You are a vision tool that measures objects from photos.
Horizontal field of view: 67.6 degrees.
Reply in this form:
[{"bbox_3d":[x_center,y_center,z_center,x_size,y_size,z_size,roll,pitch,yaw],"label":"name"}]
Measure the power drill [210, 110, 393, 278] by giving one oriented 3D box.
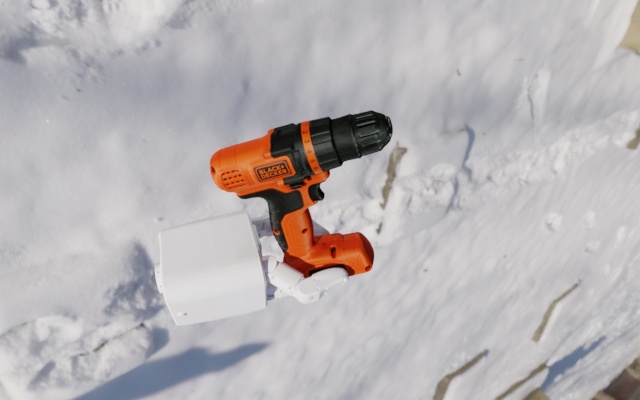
[{"bbox_3d":[0.000,0.002,0.508,0.184,0.188,0.057,-12,35,13],"label":"power drill"}]
